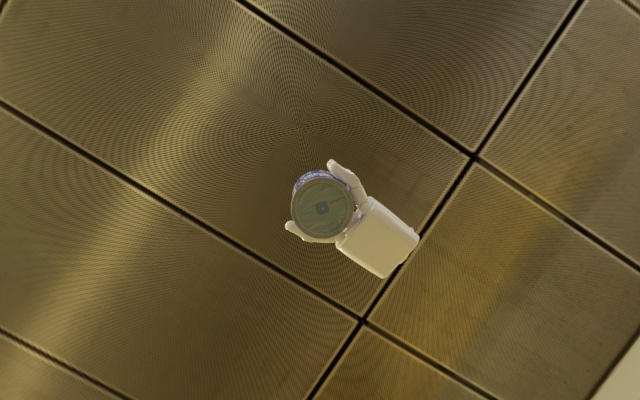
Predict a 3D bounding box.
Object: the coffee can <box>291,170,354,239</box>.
[{"bbox_3d":[0.000,0.003,0.845,0.103,0.103,0.140,0,9,-3],"label":"coffee can"}]
